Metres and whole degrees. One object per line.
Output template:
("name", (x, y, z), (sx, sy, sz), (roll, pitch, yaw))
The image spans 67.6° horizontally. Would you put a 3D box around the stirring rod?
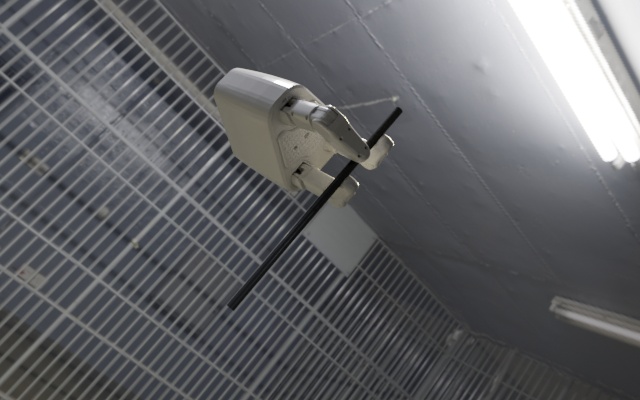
("stirring rod", (0.000, 0.001, 0.429), (0.011, 0.239, 0.011), (37, -15, 12))
